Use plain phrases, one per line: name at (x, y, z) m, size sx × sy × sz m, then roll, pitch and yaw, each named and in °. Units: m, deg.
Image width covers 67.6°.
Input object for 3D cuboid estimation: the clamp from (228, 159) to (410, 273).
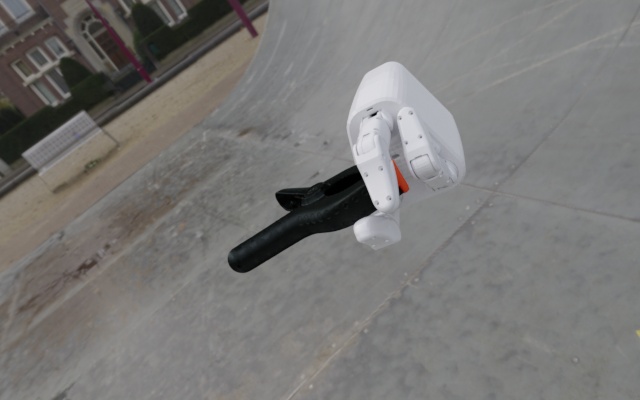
clamp at (0.000, 0.001, 0.435) m, size 0.171 × 0.039 × 0.120 m, roll -23°, pitch 27°, yaw 24°
